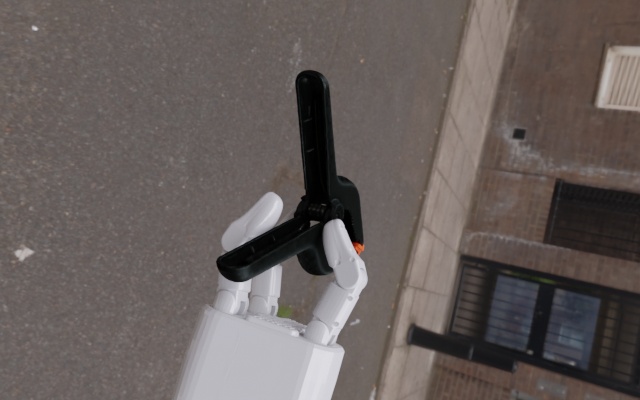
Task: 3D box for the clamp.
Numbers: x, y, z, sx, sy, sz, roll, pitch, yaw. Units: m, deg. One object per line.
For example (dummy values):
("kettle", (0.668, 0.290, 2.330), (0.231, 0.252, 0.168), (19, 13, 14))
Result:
("clamp", (0.001, 0.002, 0.414), (0.036, 0.164, 0.210), (15, -9, 26))
